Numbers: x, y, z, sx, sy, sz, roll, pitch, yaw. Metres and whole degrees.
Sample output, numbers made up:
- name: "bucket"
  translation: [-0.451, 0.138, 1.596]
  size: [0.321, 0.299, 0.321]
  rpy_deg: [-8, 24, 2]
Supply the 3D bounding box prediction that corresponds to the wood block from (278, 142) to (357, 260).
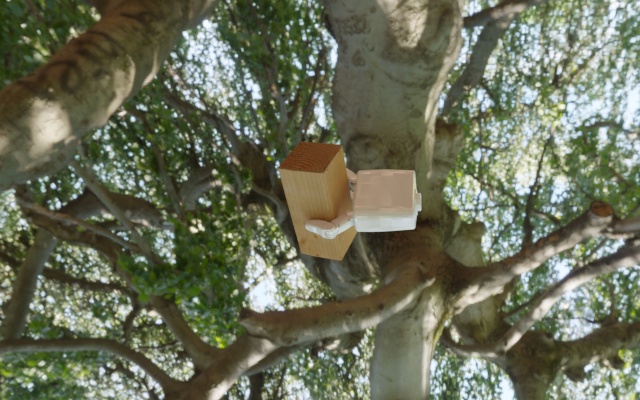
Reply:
- name: "wood block"
  translation: [0.000, 0.003, 0.894]
  size: [0.090, 0.206, 0.090]
  rpy_deg: [8, 41, 25]
